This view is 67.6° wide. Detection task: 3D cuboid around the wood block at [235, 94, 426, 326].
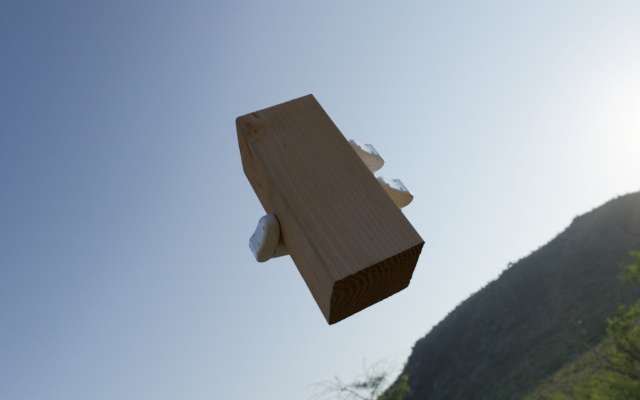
[{"bbox_3d":[0.000,0.002,0.471,0.091,0.206,0.090,-22,-33,-18],"label":"wood block"}]
